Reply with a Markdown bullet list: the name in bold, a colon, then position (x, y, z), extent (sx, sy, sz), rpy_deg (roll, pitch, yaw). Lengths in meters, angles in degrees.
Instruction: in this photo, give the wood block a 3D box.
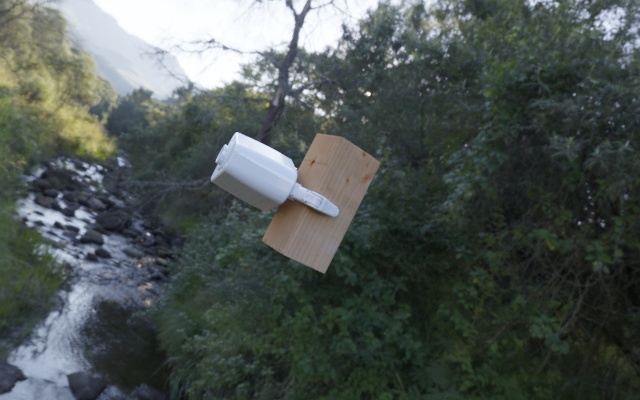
- **wood block**: position (0.000, 0.002, 0.795), extent (0.090, 0.206, 0.091), rpy_deg (29, -4, -31)
